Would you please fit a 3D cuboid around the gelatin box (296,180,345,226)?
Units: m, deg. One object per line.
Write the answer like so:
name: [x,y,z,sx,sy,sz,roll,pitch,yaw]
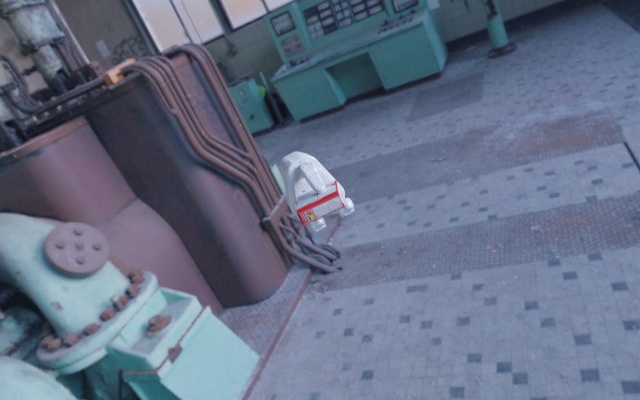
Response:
gelatin box: [0.000,0.002,0.771,0.073,0.030,0.089,-25,13,6]
